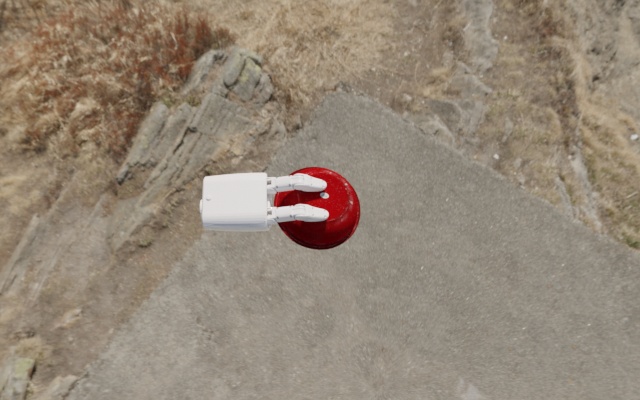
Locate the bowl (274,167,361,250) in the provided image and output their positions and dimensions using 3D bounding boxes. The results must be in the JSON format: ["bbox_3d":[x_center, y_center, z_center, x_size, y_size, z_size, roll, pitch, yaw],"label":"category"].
[{"bbox_3d":[0.001,0.002,0.845,0.162,0.162,0.055,0,-22,-13],"label":"bowl"}]
